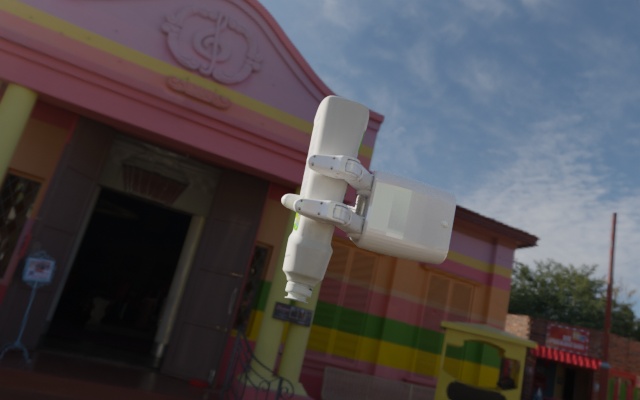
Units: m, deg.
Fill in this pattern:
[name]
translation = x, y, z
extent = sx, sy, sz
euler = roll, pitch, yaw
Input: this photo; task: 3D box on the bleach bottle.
[bleach bottle]
translation = 0.000, 0.002, 0.600
extent = 0.068, 0.250, 0.102
euler = 15, -14, -3
